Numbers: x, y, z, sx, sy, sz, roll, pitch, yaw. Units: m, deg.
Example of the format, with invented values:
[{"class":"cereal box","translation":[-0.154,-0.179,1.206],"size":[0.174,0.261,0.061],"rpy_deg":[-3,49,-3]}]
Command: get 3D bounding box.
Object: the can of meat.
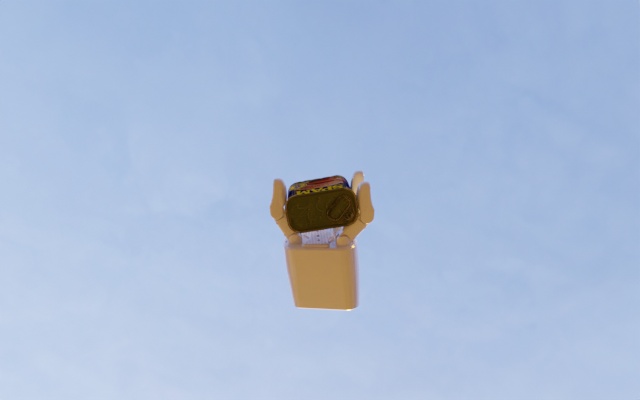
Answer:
[{"class":"can of meat","translation":[0.000,0.002,0.705],"size":[0.102,0.057,0.084],"rpy_deg":[-9,18,0]}]
